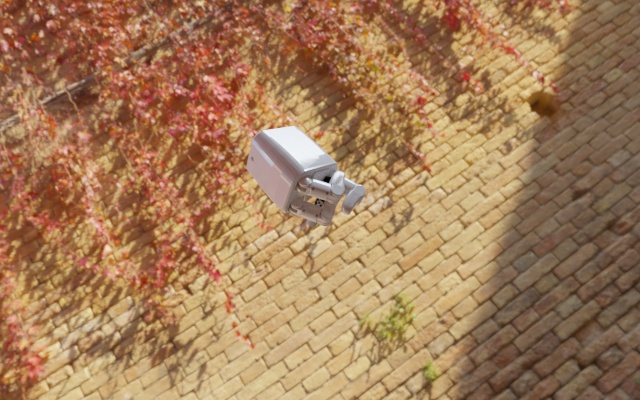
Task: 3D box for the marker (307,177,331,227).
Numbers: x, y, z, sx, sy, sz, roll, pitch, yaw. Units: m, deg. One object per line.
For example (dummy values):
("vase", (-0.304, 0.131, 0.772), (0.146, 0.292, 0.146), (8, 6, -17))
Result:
("marker", (0.000, 0.003, 0.801), (0.020, 0.020, 0.121), (0, -37, -18))
